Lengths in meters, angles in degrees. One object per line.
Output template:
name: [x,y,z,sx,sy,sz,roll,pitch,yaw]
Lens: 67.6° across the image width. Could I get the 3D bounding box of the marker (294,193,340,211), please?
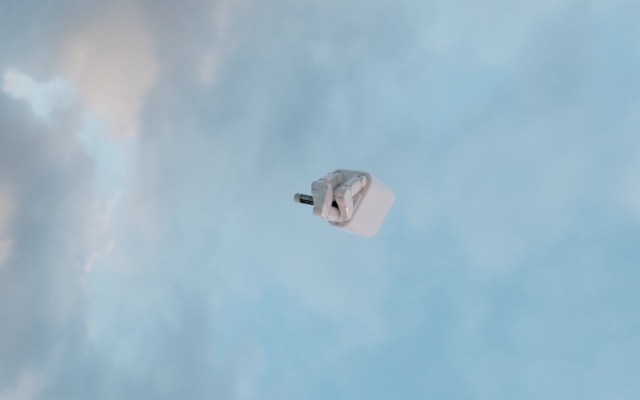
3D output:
marker: [0.000,0.003,0.892,0.121,0.020,0.020,10,6,38]
